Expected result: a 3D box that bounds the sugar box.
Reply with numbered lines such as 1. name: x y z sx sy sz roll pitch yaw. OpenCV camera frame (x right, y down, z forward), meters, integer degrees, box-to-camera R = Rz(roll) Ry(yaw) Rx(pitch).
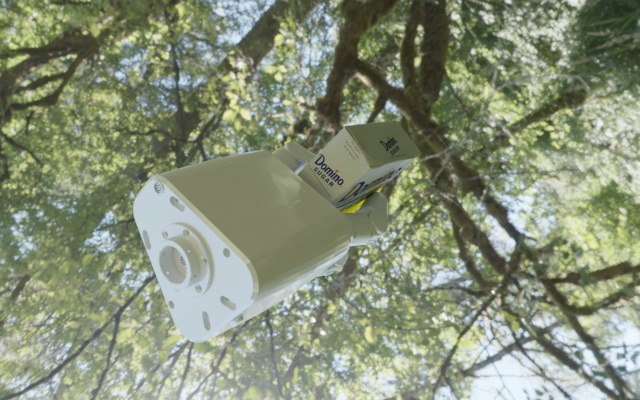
1. sugar box: 0.000 0.002 0.431 0.176 0.048 0.093 -40 -12 34
